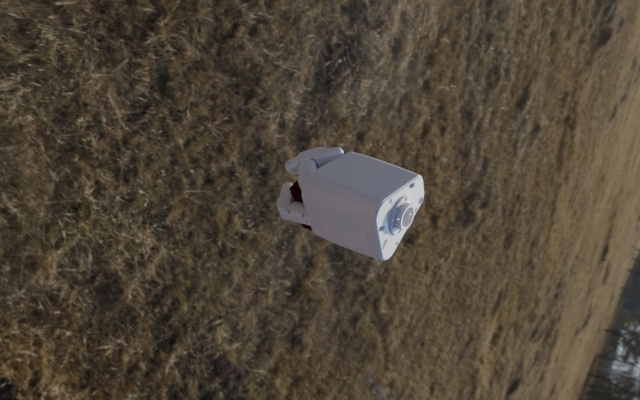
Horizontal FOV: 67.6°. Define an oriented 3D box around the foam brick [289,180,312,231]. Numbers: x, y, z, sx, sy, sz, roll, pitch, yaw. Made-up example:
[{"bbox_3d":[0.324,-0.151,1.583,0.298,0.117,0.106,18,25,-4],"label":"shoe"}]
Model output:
[{"bbox_3d":[0.000,0.002,0.657,0.051,0.078,0.053,21,53,34],"label":"foam brick"}]
